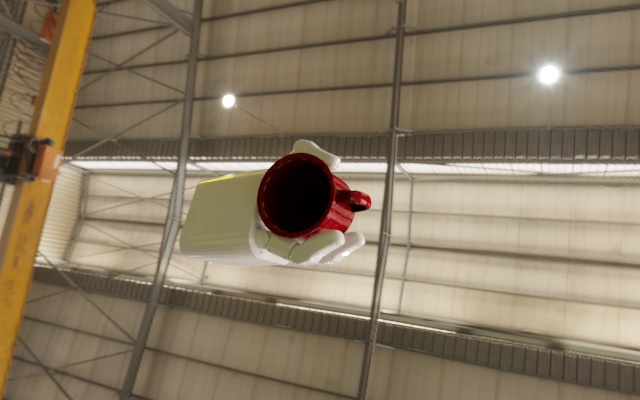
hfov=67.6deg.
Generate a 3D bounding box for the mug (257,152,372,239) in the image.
[{"bbox_3d":[0.001,0.002,0.532,0.117,0.093,0.081,-5,-15,24],"label":"mug"}]
